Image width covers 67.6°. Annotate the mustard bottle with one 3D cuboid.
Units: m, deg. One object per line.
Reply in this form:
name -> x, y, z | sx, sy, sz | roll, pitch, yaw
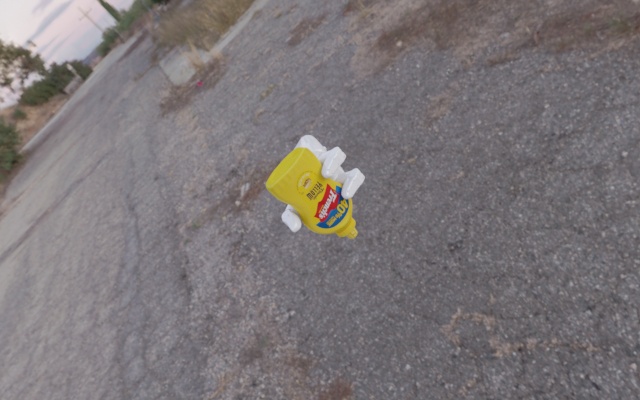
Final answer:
mustard bottle -> 0.000, 0.003, 0.838 | 0.192, 0.096, 0.058 | 45, -16, -26
